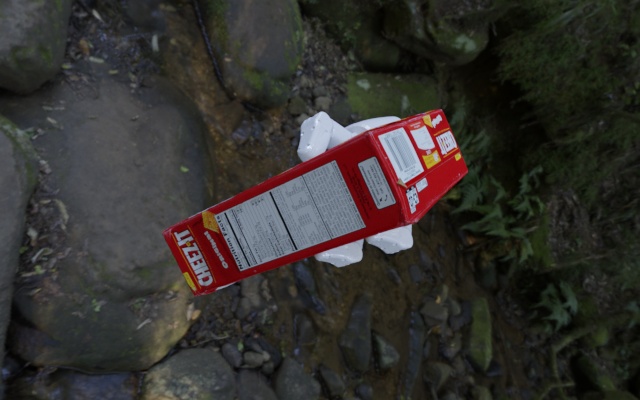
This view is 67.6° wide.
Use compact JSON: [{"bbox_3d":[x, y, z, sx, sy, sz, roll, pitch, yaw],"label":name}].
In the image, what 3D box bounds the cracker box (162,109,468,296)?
[{"bbox_3d":[0.000,0.001,0.413,0.214,0.072,0.164,-23,3,32],"label":"cracker box"}]
